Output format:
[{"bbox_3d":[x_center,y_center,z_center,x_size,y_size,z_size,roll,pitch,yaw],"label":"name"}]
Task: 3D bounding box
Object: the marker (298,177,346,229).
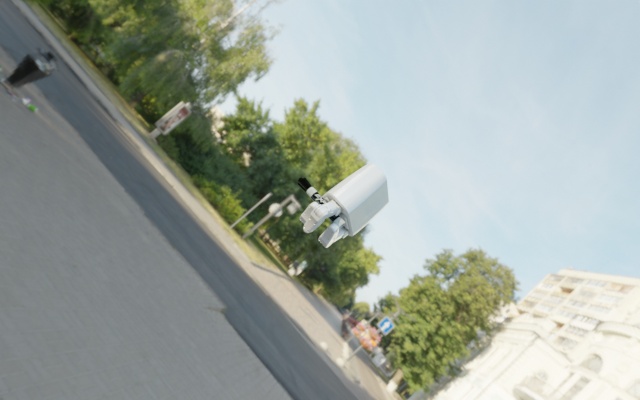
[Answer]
[{"bbox_3d":[0.000,0.003,0.883,0.020,0.121,0.020,-39,-14,-12],"label":"marker"}]
